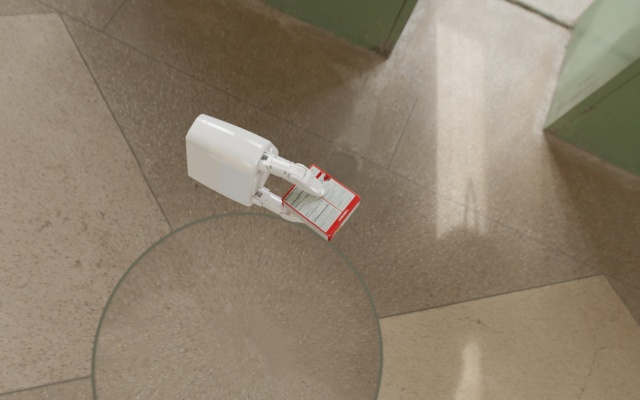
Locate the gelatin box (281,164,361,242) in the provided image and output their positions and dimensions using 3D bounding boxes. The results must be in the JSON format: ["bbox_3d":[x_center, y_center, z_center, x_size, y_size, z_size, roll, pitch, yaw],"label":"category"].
[{"bbox_3d":[0.000,0.002,0.677,0.089,0.073,0.030,36,-17,13],"label":"gelatin box"}]
